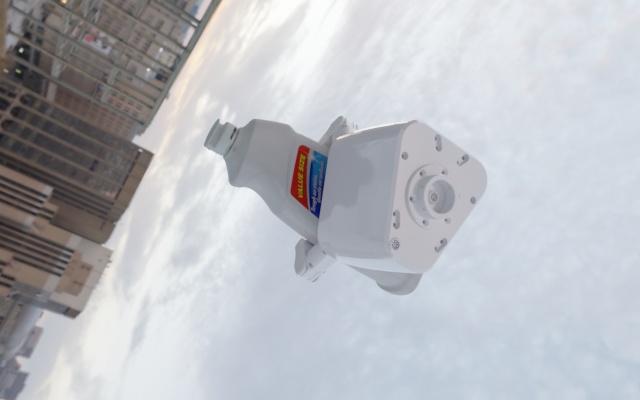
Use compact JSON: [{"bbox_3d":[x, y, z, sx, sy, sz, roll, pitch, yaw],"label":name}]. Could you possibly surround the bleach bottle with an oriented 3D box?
[{"bbox_3d":[0.000,0.001,0.476,0.251,0.102,0.068,29,-13,-22],"label":"bleach bottle"}]
